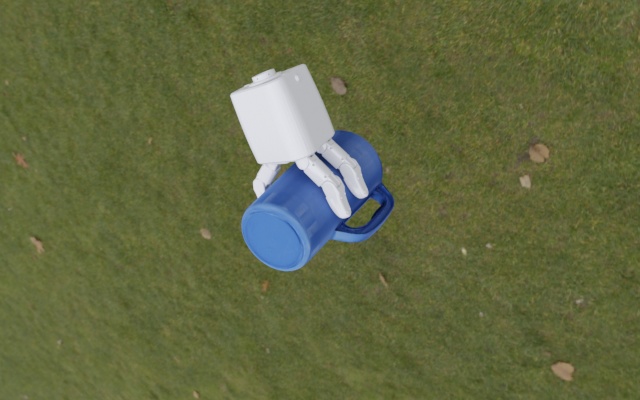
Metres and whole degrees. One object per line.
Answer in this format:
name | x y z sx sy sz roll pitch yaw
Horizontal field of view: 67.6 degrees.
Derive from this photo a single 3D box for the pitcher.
pitcher | 0.000 0.002 0.718 0.149 0.145 0.242 -7 24 34
